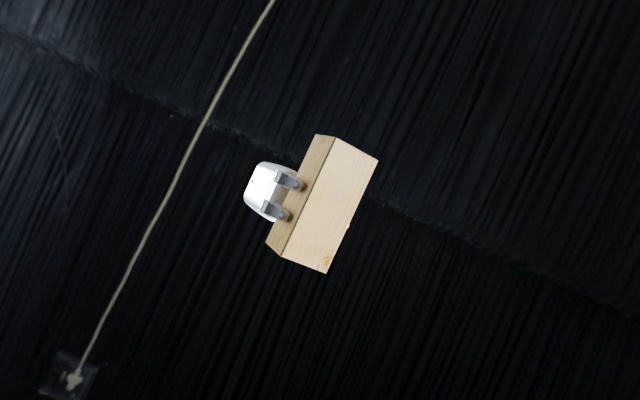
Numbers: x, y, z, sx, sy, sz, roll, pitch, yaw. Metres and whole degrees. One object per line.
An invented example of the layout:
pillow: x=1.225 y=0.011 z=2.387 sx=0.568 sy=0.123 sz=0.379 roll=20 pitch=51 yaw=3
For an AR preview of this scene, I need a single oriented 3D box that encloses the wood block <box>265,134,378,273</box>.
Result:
wood block: x=0.000 y=0.003 z=0.805 sx=0.091 sy=0.206 sz=0.090 roll=25 pitch=0 yaw=-26
